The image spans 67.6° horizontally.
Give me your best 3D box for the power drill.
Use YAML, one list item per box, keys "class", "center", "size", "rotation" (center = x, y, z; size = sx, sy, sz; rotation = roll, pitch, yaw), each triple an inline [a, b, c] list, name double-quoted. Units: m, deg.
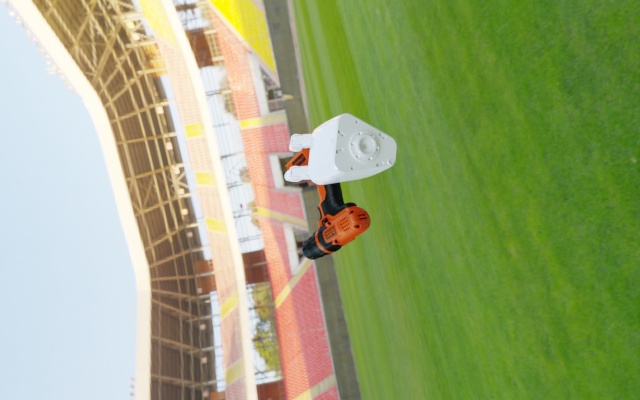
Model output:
- class: "power drill"
  center: [0.000, 0.002, 0.869]
  size: [0.057, 0.187, 0.184]
  rotation: [-10, -18, -40]
